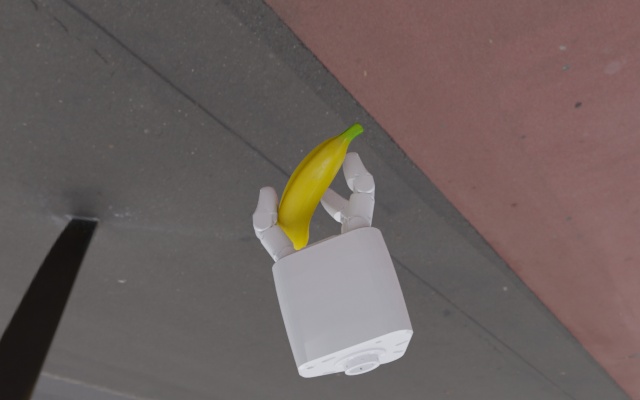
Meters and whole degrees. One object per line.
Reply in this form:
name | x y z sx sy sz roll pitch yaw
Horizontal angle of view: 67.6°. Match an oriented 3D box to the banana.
banana | -0.014 0.003 0.512 0.069 0.037 0.198 -13 -33 -35
